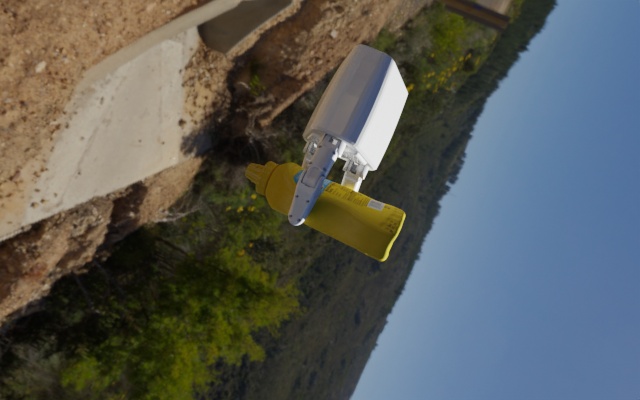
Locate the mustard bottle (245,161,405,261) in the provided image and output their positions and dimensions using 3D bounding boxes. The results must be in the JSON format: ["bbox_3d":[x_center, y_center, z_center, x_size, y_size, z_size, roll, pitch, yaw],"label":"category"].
[{"bbox_3d":[0.000,0.002,0.557,0.191,0.058,0.096,25,20,8],"label":"mustard bottle"}]
